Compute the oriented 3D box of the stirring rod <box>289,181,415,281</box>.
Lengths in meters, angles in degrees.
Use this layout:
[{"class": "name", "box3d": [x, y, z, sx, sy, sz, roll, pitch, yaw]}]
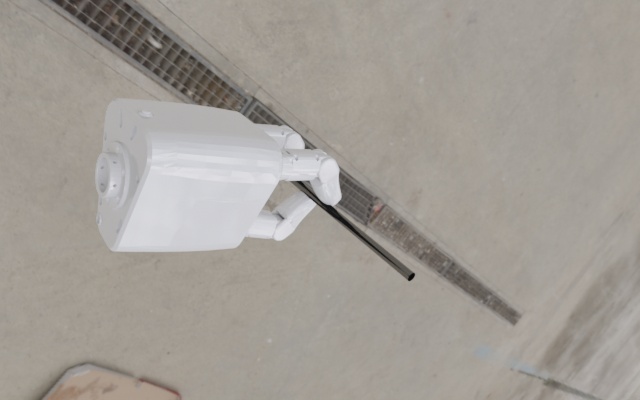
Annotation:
[{"class": "stirring rod", "box3d": [0.000, 0.001, 0.449, 0.011, 0.011, 0.239, 0, 29, -42]}]
